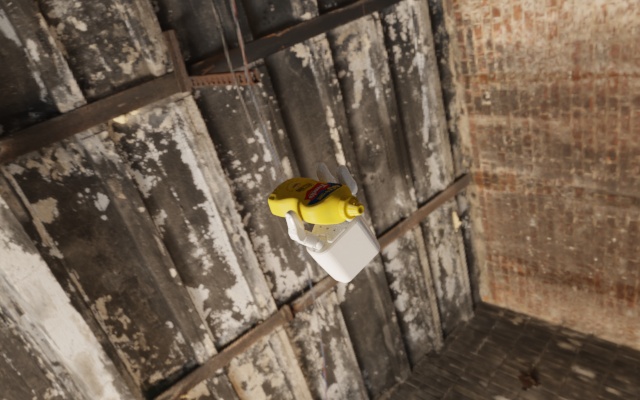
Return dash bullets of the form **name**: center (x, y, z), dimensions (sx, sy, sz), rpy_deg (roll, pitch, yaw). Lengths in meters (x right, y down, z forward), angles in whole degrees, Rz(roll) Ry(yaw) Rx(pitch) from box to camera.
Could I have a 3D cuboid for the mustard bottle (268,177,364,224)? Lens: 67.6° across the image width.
- **mustard bottle**: center (0.000, 0.002, 0.843), dimensions (0.191, 0.058, 0.096), rpy_deg (11, 35, 45)
